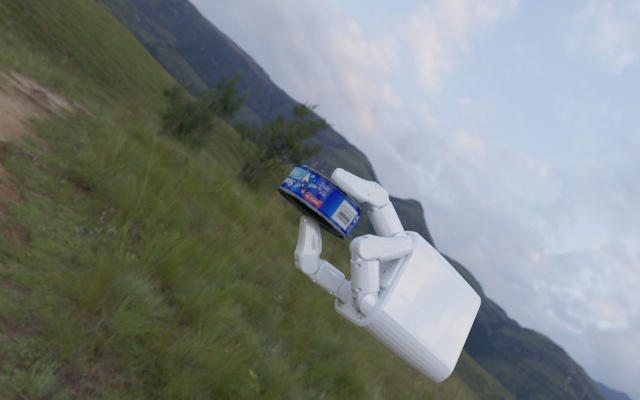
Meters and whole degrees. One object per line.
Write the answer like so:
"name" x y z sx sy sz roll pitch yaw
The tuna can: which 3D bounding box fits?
"tuna can" 0.000 0.001 0.487 0.086 0.033 0.086 36 -8 6
